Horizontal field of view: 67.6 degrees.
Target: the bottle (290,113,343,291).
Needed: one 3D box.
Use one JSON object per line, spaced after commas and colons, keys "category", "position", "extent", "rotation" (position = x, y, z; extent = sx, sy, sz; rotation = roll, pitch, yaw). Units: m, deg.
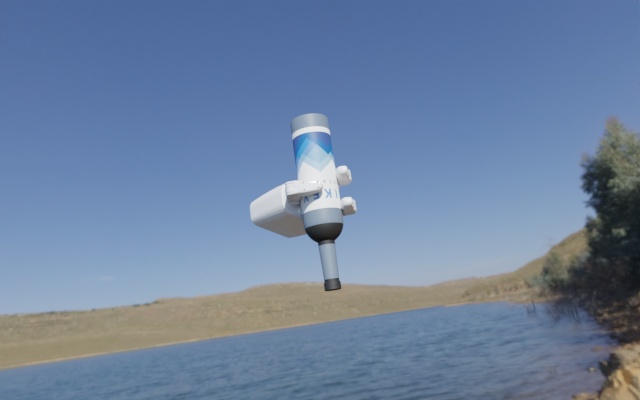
{"category": "bottle", "position": [0.000, 0.002, 0.802], "extent": [0.069, 0.295, 0.069], "rotation": [-8, -14, -2]}
